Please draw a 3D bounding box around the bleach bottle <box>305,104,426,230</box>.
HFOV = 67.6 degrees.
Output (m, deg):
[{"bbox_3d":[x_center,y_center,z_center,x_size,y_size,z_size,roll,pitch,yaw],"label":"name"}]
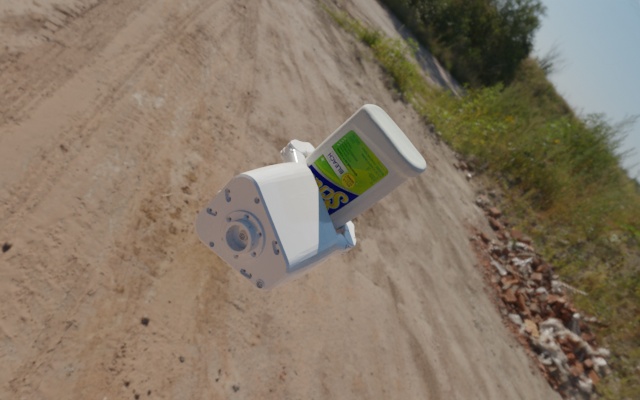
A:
[{"bbox_3d":[0.000,0.002,0.583,0.251,0.102,0.068,-42,-11,25],"label":"bleach bottle"}]
